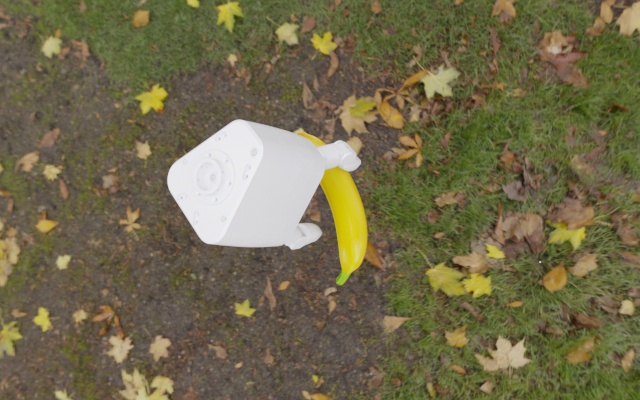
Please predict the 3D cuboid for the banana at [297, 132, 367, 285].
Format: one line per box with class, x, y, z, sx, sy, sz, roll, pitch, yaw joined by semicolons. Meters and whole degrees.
banana;0.016;-0.001;0.572;0.069;0.197;0.037;-22;-12;31
